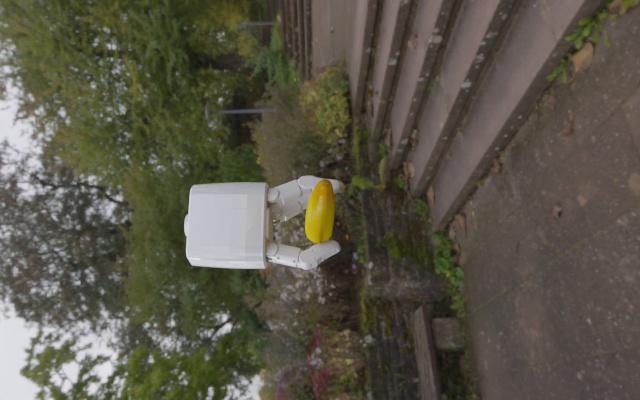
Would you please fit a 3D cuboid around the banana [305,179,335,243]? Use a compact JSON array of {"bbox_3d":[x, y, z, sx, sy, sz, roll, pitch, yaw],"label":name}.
[{"bbox_3d":[-0.001,0.021,0.626,0.037,0.069,0.198,3,-7,1],"label":"banana"}]
